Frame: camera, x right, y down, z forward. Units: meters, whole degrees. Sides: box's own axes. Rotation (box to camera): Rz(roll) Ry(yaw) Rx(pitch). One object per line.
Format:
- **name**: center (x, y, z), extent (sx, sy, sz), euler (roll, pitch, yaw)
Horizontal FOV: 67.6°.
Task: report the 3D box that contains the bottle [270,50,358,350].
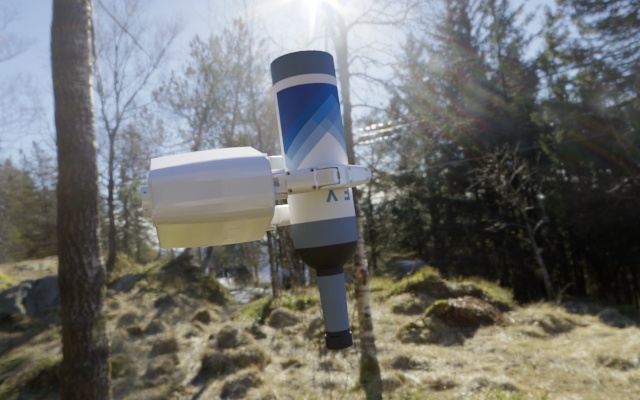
- **bottle**: center (0.000, 0.001, 0.489), extent (0.069, 0.295, 0.069), euler (-8, -3, 0)
